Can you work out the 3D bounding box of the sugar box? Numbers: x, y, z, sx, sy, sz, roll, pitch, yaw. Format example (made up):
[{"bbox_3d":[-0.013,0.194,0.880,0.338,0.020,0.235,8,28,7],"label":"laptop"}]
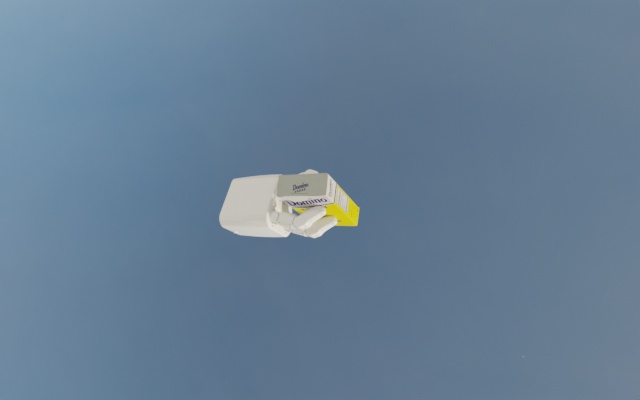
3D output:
[{"bbox_3d":[0.000,0.003,0.864,0.093,0.048,0.176,-1,-17,23],"label":"sugar box"}]
